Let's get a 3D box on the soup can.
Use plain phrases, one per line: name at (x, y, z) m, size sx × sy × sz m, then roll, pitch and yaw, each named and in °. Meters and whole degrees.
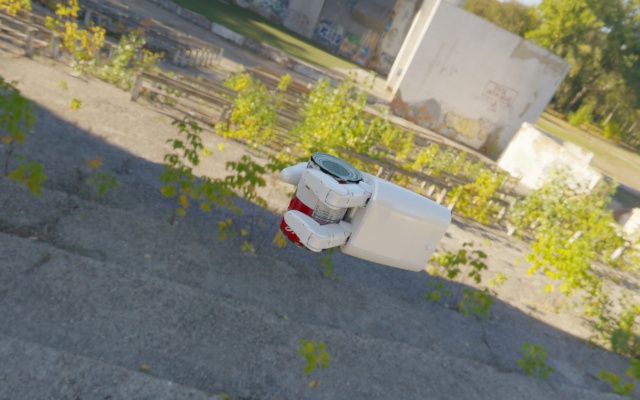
soup can at (0.000, 0.001, 0.577) m, size 0.068 × 0.102 × 0.068 m, roll 21°, pitch 23°, yaw -10°
